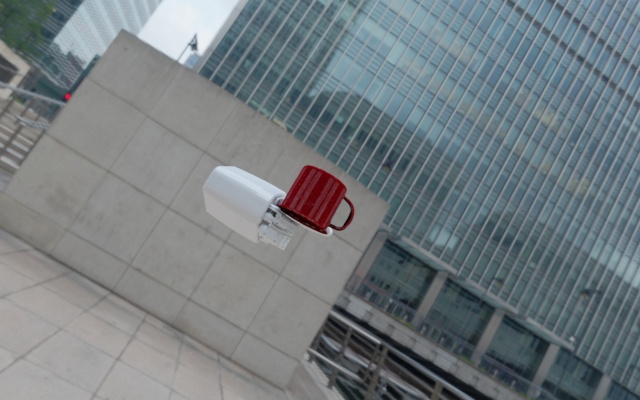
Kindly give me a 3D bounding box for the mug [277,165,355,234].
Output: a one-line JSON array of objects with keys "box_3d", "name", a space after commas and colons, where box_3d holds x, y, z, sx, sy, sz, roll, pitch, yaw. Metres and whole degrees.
[{"box_3d": [0.001, 0.003, 0.764, 0.117, 0.081, 0.093, 29, -10, 4], "name": "mug"}]
